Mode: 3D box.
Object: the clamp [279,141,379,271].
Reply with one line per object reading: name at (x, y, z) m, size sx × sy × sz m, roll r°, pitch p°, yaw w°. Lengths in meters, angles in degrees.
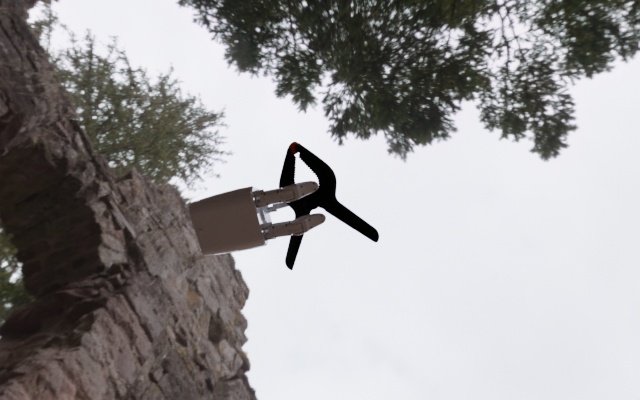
clamp at (0.000, 0.002, 0.783) m, size 0.164 × 0.210 × 0.036 m, roll -13°, pitch 13°, yaw 4°
